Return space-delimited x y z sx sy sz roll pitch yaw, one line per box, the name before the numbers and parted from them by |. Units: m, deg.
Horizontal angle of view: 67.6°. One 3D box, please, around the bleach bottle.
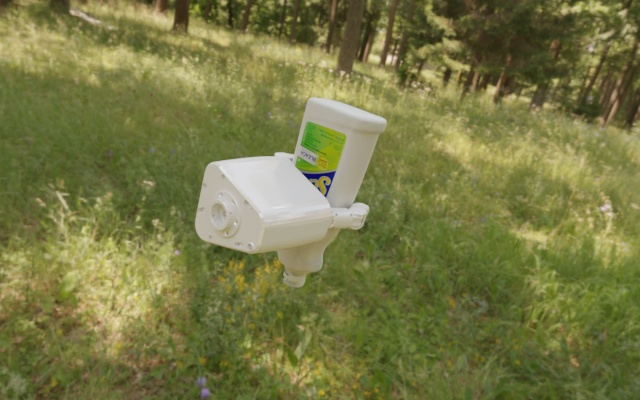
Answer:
bleach bottle | 0.000 0.002 0.619 0.102 0.251 0.068 28 22 33
